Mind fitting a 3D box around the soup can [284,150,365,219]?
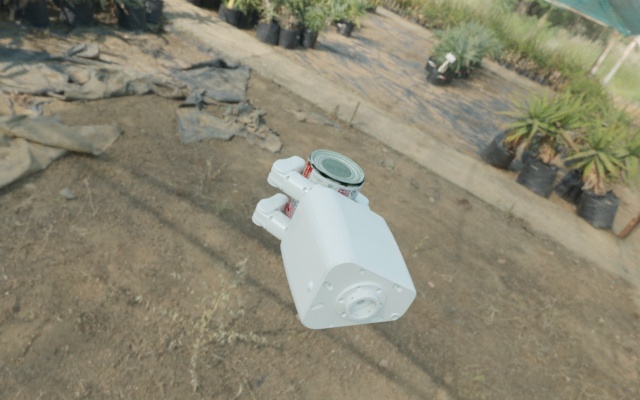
[{"bbox_3d":[0.000,0.001,0.547,0.068,0.102,0.068,19,30,-12],"label":"soup can"}]
